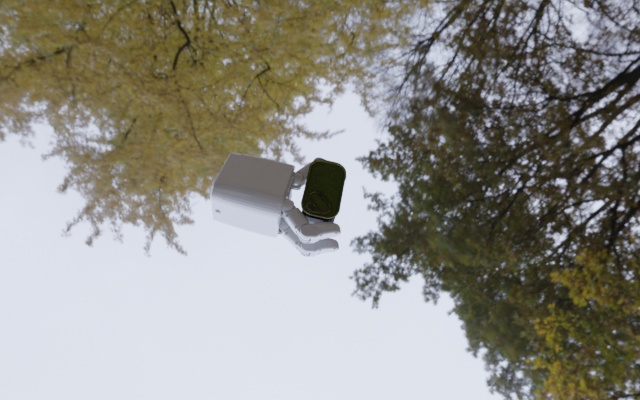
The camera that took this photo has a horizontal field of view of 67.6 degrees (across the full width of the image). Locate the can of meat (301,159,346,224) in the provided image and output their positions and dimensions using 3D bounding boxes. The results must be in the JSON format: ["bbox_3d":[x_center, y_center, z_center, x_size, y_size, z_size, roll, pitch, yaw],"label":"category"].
[{"bbox_3d":[0.000,0.003,0.740,0.057,0.102,0.084,12,-33,-1],"label":"can of meat"}]
